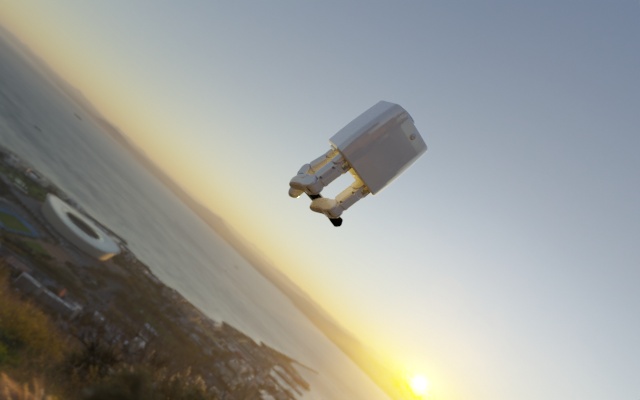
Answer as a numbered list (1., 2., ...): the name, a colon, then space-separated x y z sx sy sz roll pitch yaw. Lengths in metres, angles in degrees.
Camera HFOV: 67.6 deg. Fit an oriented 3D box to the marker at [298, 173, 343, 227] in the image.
1. marker: 0.000 0.002 0.748 0.020 0.020 0.121 0 -38 42
